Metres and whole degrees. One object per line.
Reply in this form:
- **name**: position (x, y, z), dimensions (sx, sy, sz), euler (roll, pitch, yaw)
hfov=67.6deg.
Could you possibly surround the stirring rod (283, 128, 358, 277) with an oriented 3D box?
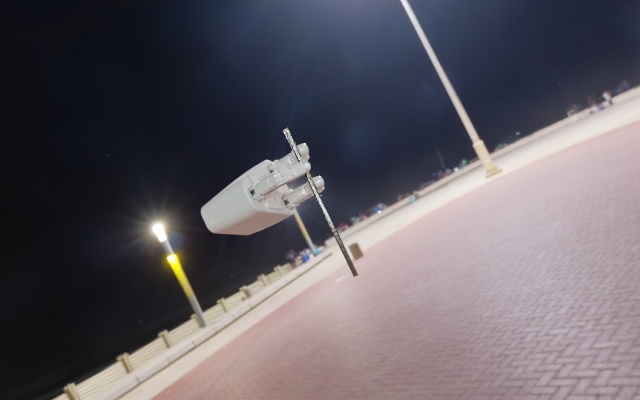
- **stirring rod**: position (0.000, 0.002, 0.704), dimensions (0.011, 0.239, 0.011), euler (-26, -3, -2)
